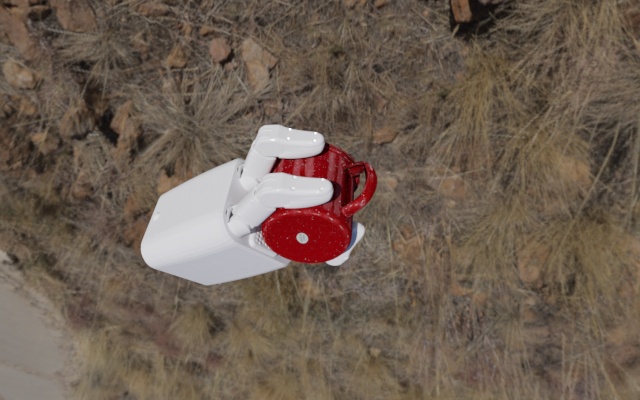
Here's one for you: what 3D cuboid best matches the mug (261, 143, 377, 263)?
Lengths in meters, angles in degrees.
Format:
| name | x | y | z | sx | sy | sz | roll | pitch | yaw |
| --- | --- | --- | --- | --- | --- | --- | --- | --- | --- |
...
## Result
| name | x | y | z | sx | sy | sz | roll | pitch | yaw |
| --- | --- | --- | --- | --- | --- | --- | --- | --- | --- |
| mug | 0.001 | 0.001 | 0.443 | 0.117 | 0.081 | 0.093 | -20 | -47 | 26 |
